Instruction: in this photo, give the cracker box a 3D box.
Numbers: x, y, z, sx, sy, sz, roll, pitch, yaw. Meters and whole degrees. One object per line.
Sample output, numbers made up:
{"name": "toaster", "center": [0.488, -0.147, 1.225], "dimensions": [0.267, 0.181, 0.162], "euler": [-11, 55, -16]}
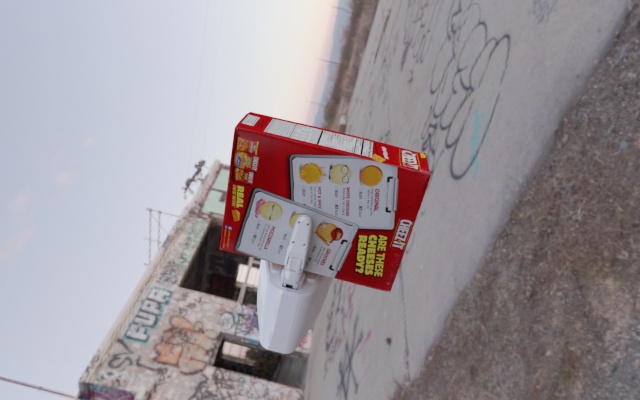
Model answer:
{"name": "cracker box", "center": [0.000, 0.002, 0.561], "dimensions": [0.214, 0.164, 0.072], "euler": [13, 29, 1]}
